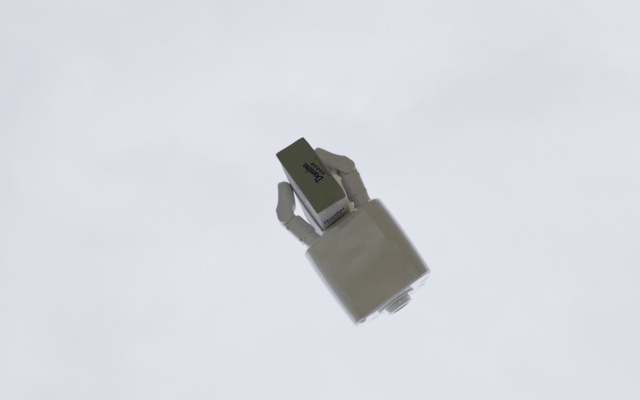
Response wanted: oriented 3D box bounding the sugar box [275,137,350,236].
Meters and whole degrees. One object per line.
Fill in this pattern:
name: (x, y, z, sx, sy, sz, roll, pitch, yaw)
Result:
sugar box: (0.001, 0.002, 0.607, 0.048, 0.093, 0.176, -32, -22, -8)
